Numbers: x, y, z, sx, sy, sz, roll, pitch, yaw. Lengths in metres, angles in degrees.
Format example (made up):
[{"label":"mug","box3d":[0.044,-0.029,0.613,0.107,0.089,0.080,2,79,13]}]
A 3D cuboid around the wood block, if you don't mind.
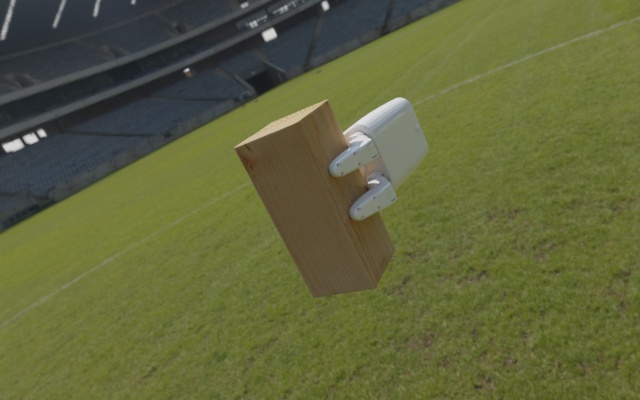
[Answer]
[{"label":"wood block","box3d":[0.000,0.002,0.565,0.091,0.206,0.090,-16,19,32]}]
